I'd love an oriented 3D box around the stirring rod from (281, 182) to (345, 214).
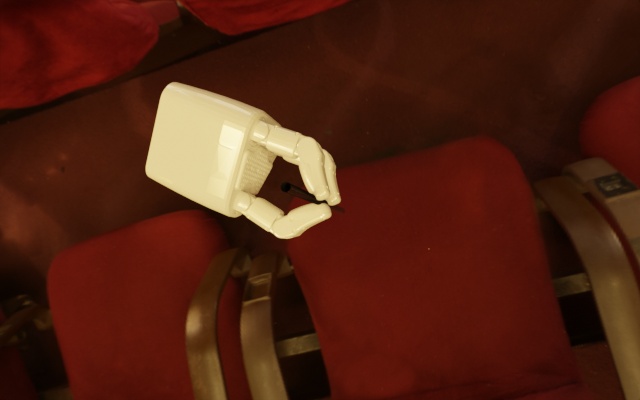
[{"bbox_3d":[0.000,0.002,0.478,0.011,0.011,0.239,0,-6,13],"label":"stirring rod"}]
